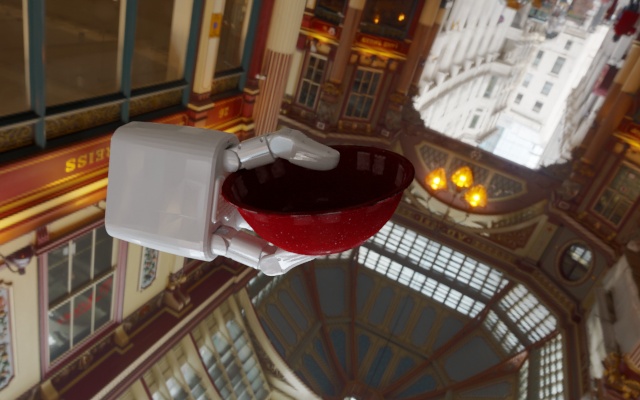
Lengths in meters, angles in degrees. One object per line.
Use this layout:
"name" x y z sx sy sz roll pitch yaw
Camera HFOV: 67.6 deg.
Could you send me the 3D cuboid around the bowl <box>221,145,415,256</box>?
"bowl" 0.001 0.002 0.410 0.162 0.055 0.162 -5 23 2
